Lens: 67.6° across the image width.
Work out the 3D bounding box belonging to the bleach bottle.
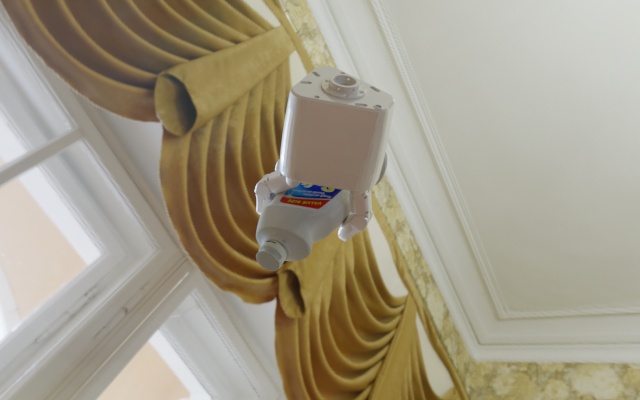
[{"bbox_3d":[0.000,0.002,0.613,0.102,0.068,0.250,21,41,14],"label":"bleach bottle"}]
